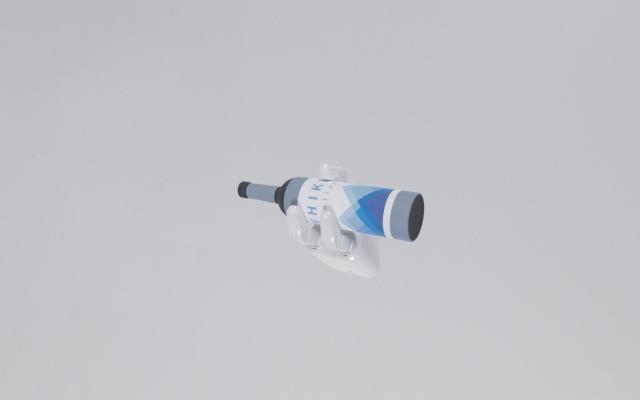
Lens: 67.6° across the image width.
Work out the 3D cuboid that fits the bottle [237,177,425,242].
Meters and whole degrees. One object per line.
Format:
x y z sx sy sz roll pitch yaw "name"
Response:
0.000 0.002 0.703 0.295 0.069 0.069 9 4 29 "bottle"
